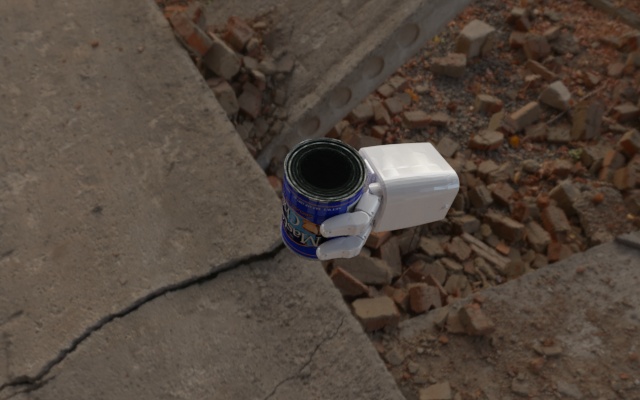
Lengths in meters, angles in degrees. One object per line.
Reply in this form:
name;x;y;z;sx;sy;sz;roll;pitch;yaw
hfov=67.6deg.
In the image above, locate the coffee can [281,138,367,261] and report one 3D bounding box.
coffee can;0.000;0.002;0.635;0.103;0.102;0.140;0;-36;-7
